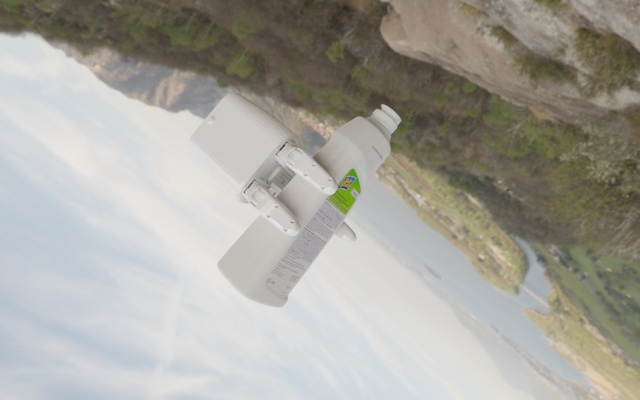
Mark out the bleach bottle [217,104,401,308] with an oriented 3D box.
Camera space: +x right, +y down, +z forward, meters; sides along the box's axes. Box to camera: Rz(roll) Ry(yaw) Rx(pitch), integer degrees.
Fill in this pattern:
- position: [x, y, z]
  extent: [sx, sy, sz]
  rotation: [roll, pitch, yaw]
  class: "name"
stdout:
- position: [0.000, 0.002, 0.532]
  extent: [0.068, 0.251, 0.103]
  rotation: [40, 0, 27]
  class: "bleach bottle"
